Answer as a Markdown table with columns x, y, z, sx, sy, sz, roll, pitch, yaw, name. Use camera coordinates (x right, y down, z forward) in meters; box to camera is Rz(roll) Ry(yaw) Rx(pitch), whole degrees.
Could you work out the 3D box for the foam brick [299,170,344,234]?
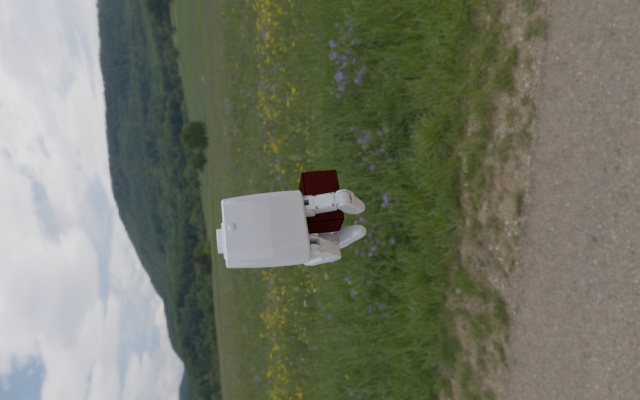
| x | y | z | sx | sy | sz | roll | pitch | yaw | name |
| --- | --- | --- | --- | --- | --- | --- | --- | --- | --- |
| 0.000 | 0.002 | 0.678 | 0.051 | 0.078 | 0.053 | -5 | -23 | -9 | foam brick |
